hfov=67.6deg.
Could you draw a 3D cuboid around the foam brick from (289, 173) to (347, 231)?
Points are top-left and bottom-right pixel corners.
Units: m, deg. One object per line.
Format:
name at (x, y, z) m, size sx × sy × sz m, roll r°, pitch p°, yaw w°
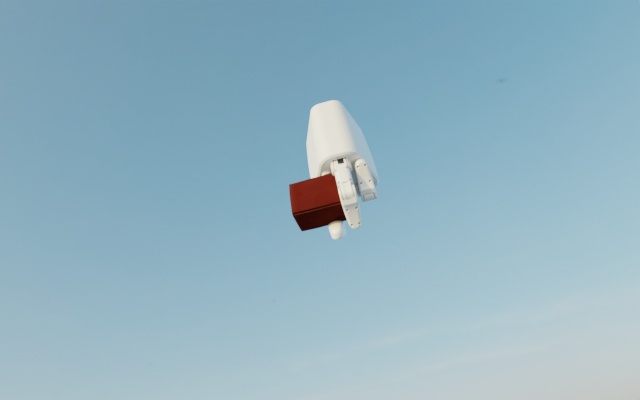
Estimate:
foam brick at (0.000, 0.002, 0.669) m, size 0.078 × 0.051 × 0.053 m, roll -14°, pitch -32°, yaw 3°
